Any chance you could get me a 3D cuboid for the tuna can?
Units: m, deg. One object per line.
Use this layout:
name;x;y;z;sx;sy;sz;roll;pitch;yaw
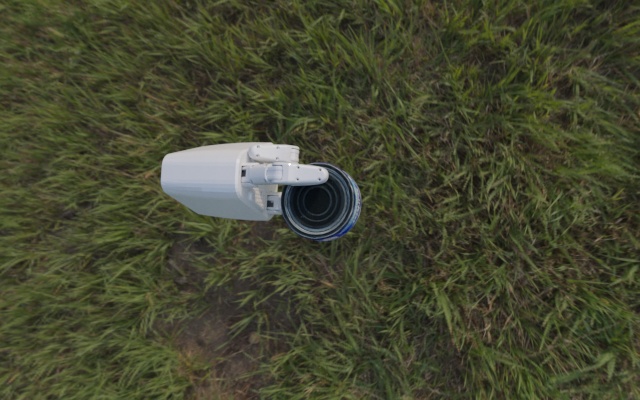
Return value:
tuna can;0.000;0.002;0.525;0.086;0.086;0.034;0;-7;16
